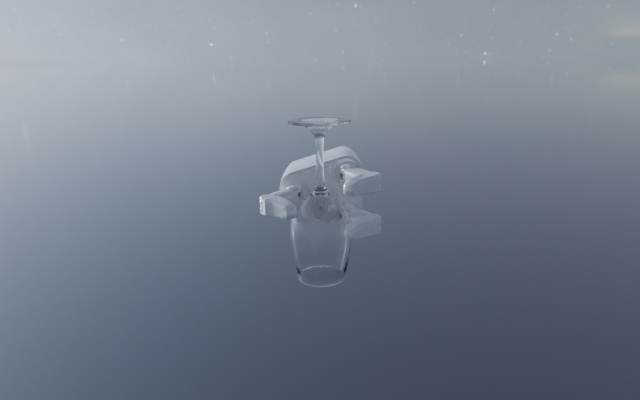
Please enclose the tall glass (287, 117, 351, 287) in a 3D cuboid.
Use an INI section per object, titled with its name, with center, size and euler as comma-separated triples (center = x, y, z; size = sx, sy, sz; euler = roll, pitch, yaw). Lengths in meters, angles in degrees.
[tall glass]
center = 0.000, 0.001, 0.585
size = 0.079, 0.201, 0.079
euler = -1, 16, 0
